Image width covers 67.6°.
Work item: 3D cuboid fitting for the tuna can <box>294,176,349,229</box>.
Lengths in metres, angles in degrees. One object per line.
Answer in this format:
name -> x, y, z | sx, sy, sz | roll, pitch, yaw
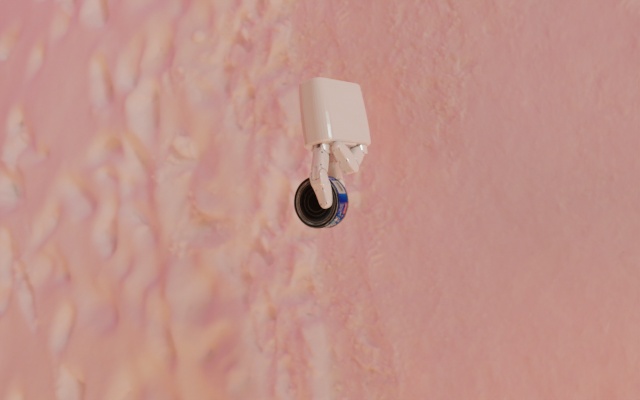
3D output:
tuna can -> 0.000, 0.003, 0.766 | 0.086, 0.086, 0.034 | 0, 0, 31
